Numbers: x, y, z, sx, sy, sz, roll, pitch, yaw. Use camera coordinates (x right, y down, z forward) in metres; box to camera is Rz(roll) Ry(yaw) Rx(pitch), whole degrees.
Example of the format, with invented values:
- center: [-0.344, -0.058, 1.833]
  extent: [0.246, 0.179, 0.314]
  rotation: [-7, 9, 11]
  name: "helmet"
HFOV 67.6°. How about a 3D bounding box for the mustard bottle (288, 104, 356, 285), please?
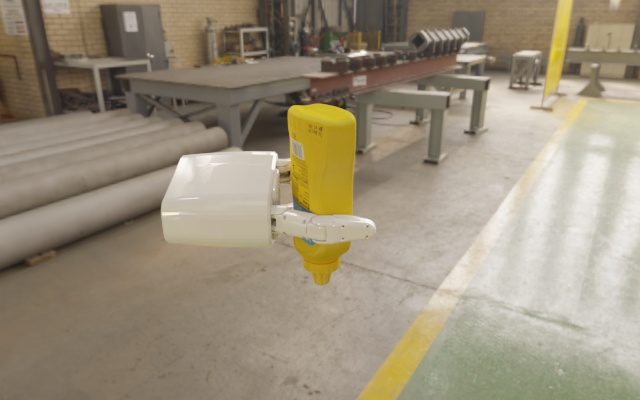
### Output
- center: [0.000, 0.001, 0.498]
  extent: [0.058, 0.192, 0.096]
  rotation: [-10, 23, -23]
  name: "mustard bottle"
